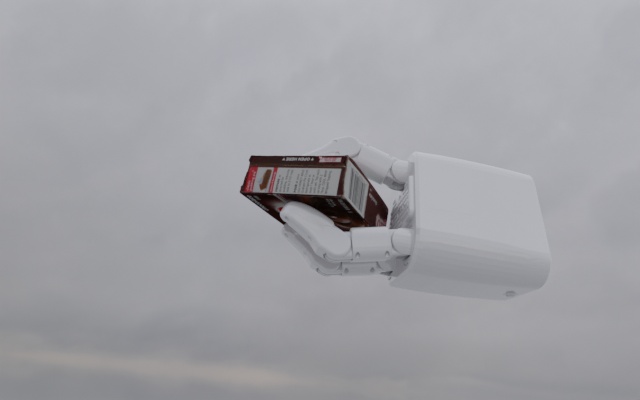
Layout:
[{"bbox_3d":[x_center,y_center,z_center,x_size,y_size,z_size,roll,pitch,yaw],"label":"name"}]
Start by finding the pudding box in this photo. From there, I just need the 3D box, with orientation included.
[{"bbox_3d":[0.000,0.001,0.406,0.090,0.039,0.113,2,-23,25],"label":"pudding box"}]
